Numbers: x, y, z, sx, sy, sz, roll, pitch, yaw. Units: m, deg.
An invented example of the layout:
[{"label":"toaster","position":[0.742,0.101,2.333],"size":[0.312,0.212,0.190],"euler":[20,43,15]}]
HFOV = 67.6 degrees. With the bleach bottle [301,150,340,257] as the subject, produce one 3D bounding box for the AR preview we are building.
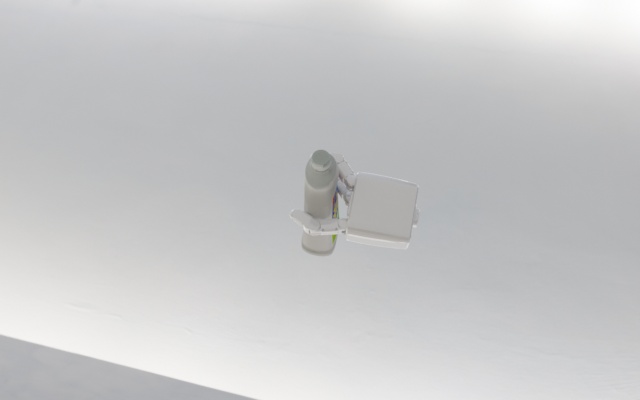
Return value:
[{"label":"bleach bottle","position":[0.000,0.003,0.837],"size":[0.068,0.102,0.251],"euler":[10,-29,6]}]
